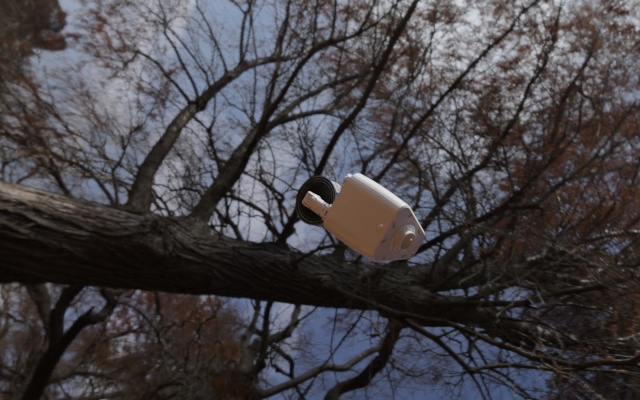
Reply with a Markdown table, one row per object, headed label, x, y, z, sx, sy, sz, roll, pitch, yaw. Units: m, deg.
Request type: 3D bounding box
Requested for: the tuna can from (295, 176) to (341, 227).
| label | x | y | z | sx | sy | sz | roll | pitch | yaw |
| --- | --- | --- | --- | --- | --- | --- | --- | --- | --- |
| tuna can | 0.000 | 0.003 | 0.820 | 0.086 | 0.086 | 0.034 | 0 | -12 | 38 |
